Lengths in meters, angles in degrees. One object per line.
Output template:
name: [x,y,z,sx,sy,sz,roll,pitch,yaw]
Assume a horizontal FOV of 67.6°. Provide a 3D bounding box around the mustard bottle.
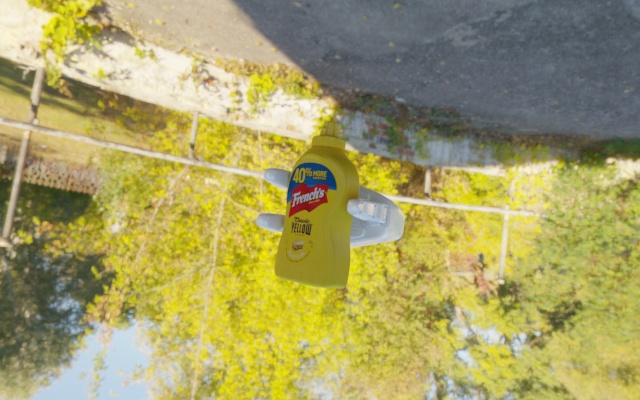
mustard bottle: [0.000,0.002,0.561,0.058,0.191,0.096,13,-7,-44]
